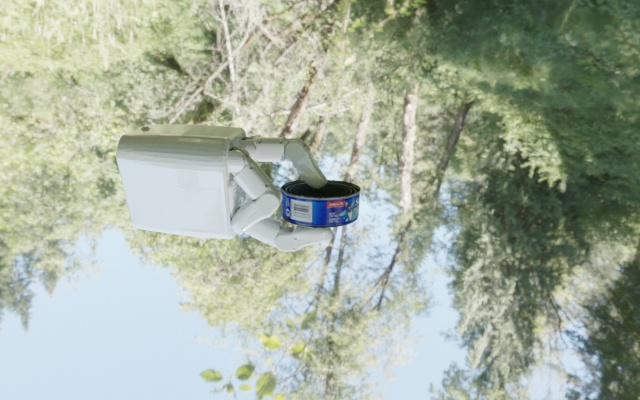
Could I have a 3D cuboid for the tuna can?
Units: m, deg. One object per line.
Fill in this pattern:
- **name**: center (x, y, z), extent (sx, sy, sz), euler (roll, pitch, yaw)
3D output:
- **tuna can**: center (0.000, 0.002, 0.518), extent (0.086, 0.034, 0.086), euler (1, 15, 0)
